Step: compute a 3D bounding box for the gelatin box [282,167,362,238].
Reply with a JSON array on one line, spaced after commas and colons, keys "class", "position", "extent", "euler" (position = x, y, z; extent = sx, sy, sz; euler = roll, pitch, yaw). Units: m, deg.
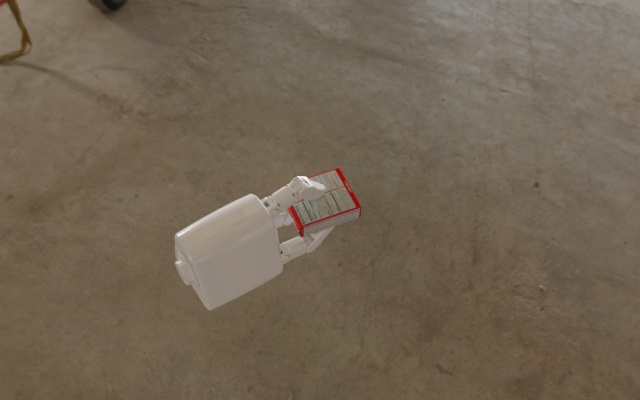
[{"class": "gelatin box", "position": [0.000, 0.002, 0.643], "extent": [0.089, 0.073, 0.030], "euler": [-19, -33, -14]}]
